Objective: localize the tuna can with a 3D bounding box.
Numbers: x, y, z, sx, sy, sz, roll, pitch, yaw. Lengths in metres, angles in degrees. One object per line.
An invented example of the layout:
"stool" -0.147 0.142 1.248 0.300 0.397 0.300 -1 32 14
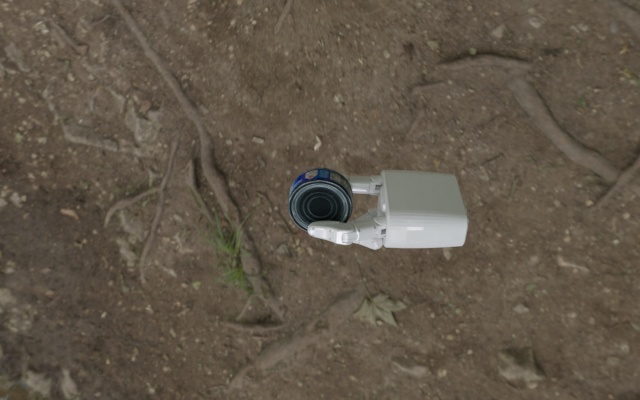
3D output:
"tuna can" 0.000 0.002 0.630 0.086 0.086 0.033 0 31 4
